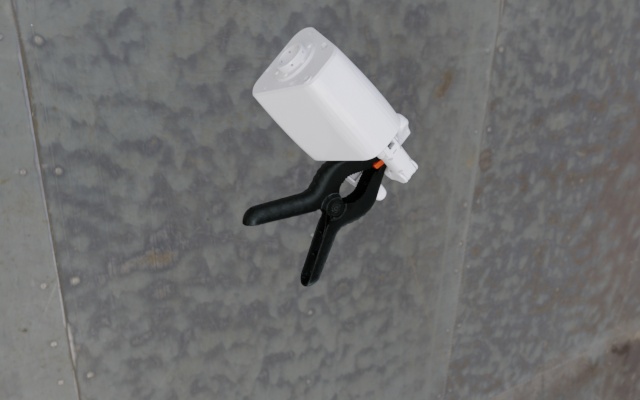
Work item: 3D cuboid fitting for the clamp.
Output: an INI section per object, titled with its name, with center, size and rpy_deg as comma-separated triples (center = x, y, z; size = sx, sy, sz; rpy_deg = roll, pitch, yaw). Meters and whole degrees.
[clamp]
center = 0.001, 0.002, 0.524
size = 0.120, 0.171, 0.039
rpy_deg = 41, -6, -36
